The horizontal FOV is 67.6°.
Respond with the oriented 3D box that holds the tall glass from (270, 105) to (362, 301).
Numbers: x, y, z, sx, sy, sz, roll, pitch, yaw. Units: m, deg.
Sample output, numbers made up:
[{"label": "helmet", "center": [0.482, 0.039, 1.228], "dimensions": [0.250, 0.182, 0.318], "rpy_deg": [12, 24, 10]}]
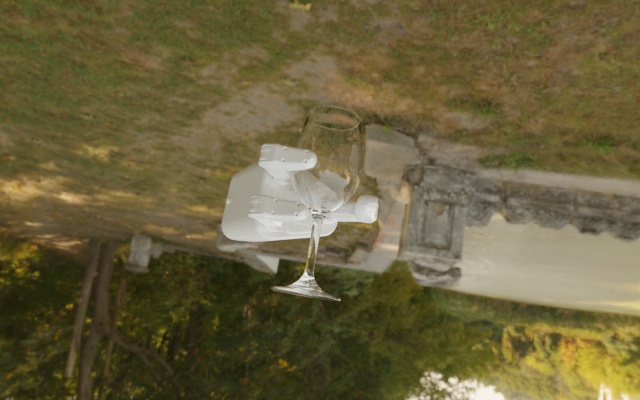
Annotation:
[{"label": "tall glass", "center": [0.000, 0.002, 0.514], "dimensions": [0.079, 0.201, 0.079], "rpy_deg": [9, -14, 2]}]
